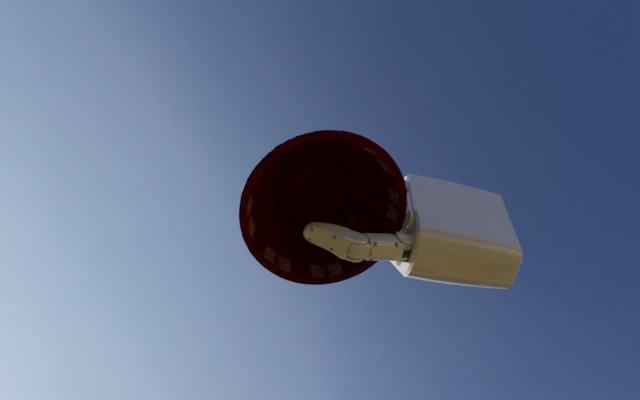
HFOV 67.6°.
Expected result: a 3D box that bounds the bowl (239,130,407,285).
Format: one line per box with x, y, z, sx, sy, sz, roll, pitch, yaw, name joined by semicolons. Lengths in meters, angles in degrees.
-0.001;0.001;0.471;0.162;0.162;0.055;0;25;-12;bowl
